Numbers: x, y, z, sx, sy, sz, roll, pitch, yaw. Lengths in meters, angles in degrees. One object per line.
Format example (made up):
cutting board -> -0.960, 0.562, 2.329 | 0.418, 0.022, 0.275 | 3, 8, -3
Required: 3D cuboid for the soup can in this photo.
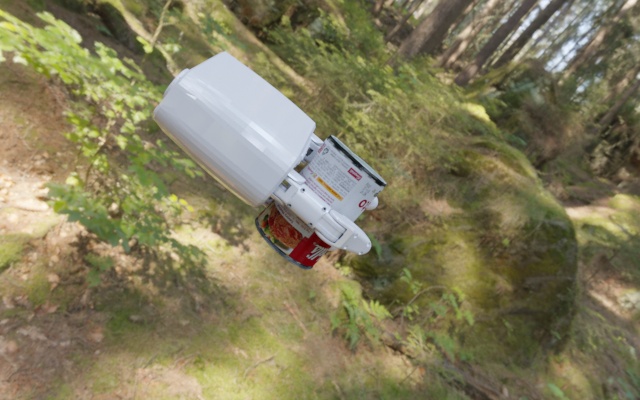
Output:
soup can -> 0.001, 0.002, 0.423 | 0.068, 0.102, 0.068 | 40, 10, -8
